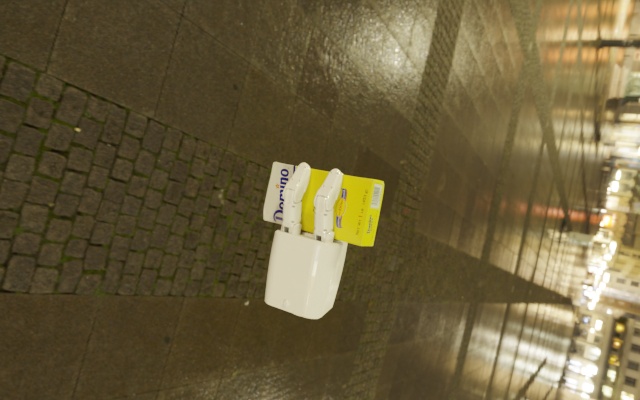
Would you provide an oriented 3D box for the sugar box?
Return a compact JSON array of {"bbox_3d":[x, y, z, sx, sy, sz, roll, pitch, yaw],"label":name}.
[{"bbox_3d":[0.000,0.002,0.694,0.176,0.093,0.048,12,1,30],"label":"sugar box"}]
